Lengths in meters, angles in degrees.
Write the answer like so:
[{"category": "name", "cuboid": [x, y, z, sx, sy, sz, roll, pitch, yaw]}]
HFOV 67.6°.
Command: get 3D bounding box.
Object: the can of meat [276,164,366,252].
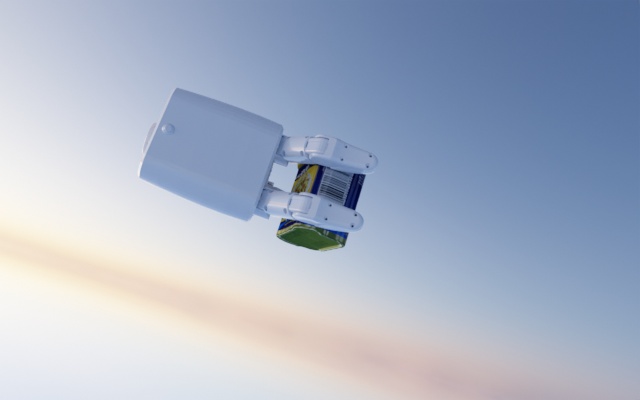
[{"category": "can of meat", "cuboid": [0.000, 0.002, 0.472, 0.057, 0.084, 0.102, 22, -16, -14]}]
